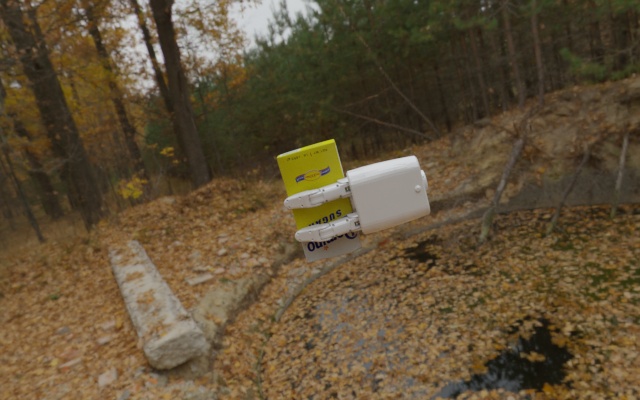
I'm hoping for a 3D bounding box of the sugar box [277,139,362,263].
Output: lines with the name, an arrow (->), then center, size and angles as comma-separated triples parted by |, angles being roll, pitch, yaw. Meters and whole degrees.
sugar box -> 0.000, 0.002, 0.746 | 0.093, 0.176, 0.048 | -15, 11, 4
